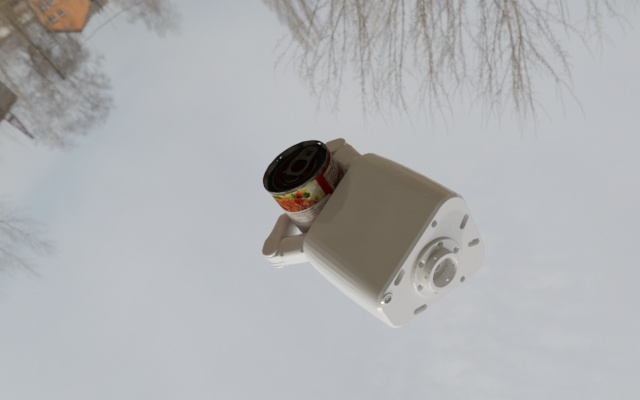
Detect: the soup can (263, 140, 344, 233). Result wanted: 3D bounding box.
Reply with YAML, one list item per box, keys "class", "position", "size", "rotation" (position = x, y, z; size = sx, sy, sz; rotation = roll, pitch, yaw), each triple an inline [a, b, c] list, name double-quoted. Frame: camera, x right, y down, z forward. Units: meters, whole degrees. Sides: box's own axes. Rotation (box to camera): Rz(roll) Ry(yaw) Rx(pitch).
- class: "soup can"
  position: [0.000, 0.002, 0.461]
  size: [0.068, 0.068, 0.102]
  rotation: [0, -41, 38]
